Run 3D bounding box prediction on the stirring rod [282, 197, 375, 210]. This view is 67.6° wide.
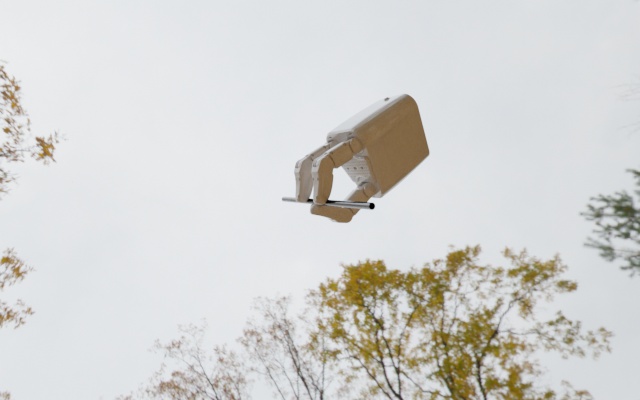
[{"bbox_3d":[0.000,0.002,0.619,0.011,0.011,0.239,0,2,-27],"label":"stirring rod"}]
